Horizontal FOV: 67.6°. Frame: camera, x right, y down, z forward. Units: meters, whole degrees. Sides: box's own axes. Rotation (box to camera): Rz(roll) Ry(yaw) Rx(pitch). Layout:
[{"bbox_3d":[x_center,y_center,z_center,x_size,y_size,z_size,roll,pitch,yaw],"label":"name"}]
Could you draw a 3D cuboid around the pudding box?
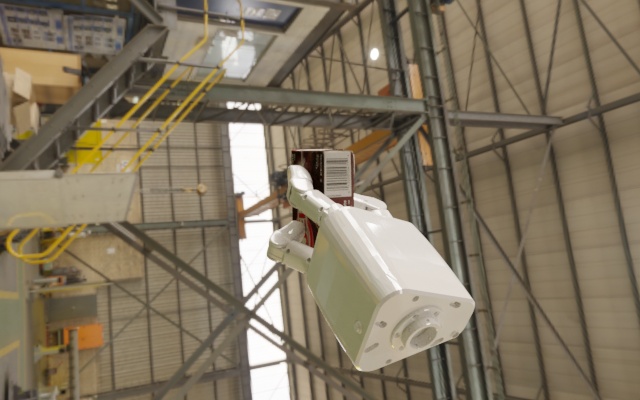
[{"bbox_3d":[0.000,0.002,0.509,0.039,0.113,0.090,-1,6,-25],"label":"pudding box"}]
